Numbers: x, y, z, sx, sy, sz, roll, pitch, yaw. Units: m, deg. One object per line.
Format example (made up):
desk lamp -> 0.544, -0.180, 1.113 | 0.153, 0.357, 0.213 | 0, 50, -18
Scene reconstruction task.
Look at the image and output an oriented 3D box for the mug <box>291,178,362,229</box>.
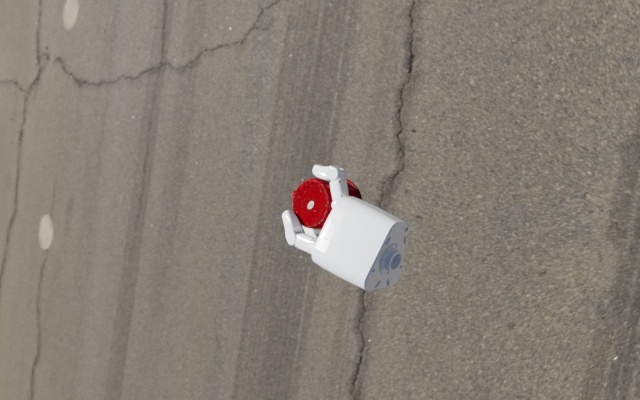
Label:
mug -> -0.001, 0.002, 0.798 | 0.117, 0.093, 0.081 | 24, 13, 39
